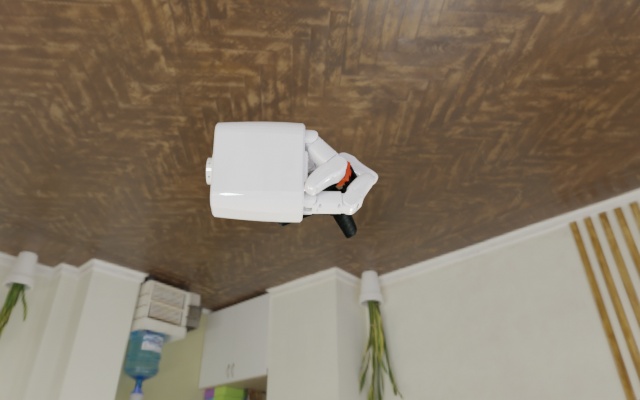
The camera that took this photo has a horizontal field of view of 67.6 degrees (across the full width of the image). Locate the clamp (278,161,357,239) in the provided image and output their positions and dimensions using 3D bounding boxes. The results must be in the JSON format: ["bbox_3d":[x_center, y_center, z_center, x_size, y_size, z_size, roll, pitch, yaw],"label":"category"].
[{"bbox_3d":[0.000,0.003,0.649,0.120,0.039,0.172,2,-32,-5],"label":"clamp"}]
